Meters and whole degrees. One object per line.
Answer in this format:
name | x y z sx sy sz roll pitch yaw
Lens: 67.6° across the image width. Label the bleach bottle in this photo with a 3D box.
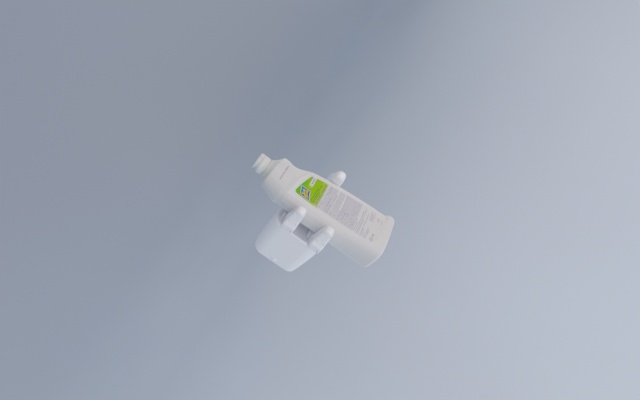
bleach bottle | 0.000 0.003 0.797 0.251 0.102 0.068 36 -45 -8
